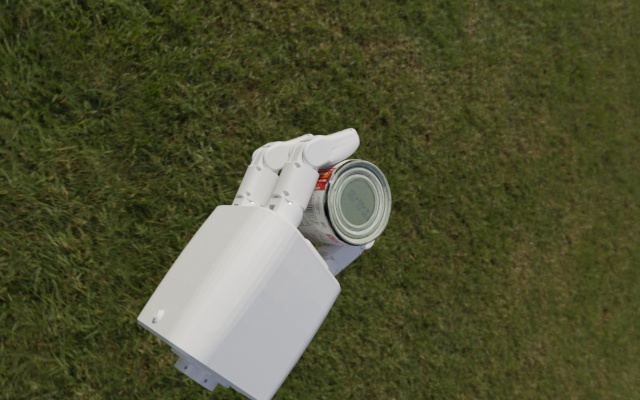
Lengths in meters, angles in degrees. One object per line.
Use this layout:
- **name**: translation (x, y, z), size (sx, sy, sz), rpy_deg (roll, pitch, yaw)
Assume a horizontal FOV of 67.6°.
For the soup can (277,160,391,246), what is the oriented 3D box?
- **soup can**: translation (0.001, 0.001, 0.400), size (0.068, 0.068, 0.102), rpy_deg (0, 0, -37)
